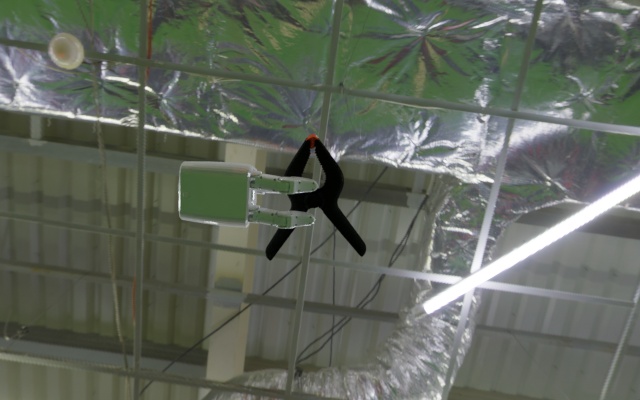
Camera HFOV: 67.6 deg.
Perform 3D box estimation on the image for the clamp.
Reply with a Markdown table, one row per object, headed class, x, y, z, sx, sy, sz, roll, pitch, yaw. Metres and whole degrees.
| class | x | y | z | sx | sy | sz | roll | pitch | yaw |
| --- | --- | --- | --- | --- | --- | --- | --- | --- | --- |
| clamp | 0.000 | 0.002 | 0.761 | 0.164 | 0.210 | 0.036 | 4 | 16 | -5 |
